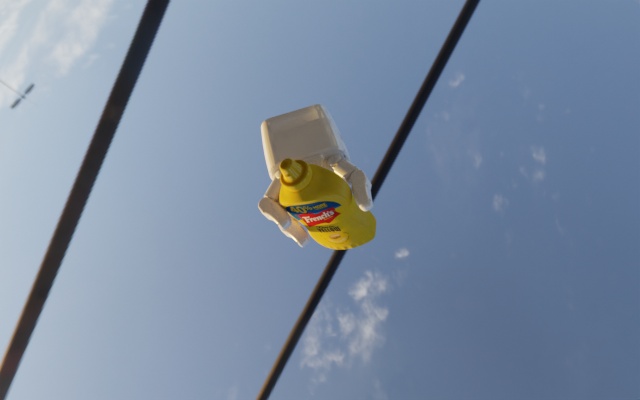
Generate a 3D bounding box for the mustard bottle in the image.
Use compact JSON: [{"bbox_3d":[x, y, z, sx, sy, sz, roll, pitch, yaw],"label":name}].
[{"bbox_3d":[0.000,0.003,0.647,0.096,0.058,0.192,-6,-33,27],"label":"mustard bottle"}]
